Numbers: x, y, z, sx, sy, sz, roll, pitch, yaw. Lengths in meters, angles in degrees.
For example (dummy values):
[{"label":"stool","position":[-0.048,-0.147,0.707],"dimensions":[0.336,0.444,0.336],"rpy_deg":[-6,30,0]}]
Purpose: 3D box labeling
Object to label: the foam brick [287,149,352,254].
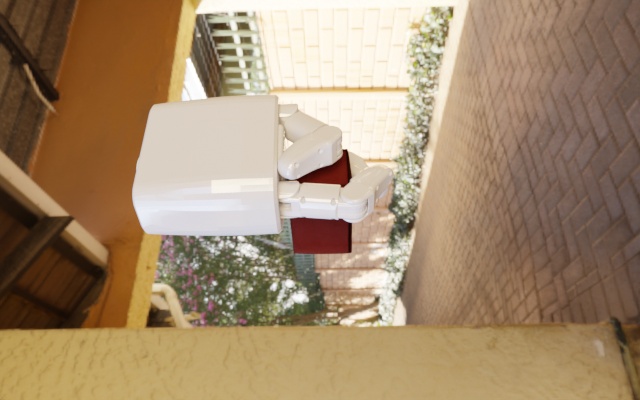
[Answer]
[{"label":"foam brick","position":[0.000,0.002,0.409],"dimensions":[0.051,0.078,0.053],"rpy_deg":[-3,40,0]}]
